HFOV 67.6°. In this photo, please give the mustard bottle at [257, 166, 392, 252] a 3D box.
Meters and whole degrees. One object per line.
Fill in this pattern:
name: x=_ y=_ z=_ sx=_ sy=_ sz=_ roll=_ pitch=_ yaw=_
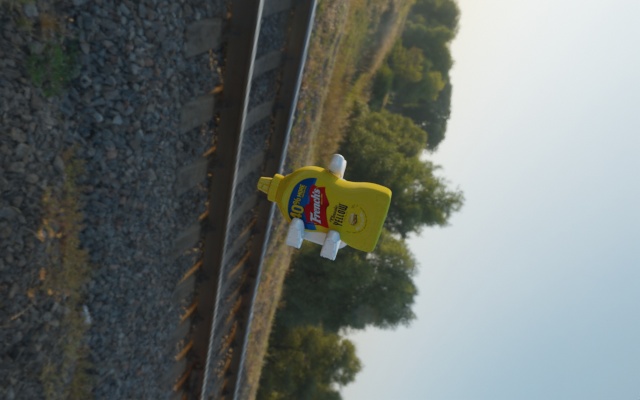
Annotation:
mustard bottle: x=0.000 y=0.002 z=0.698 sx=0.191 sy=0.096 sz=0.058 roll=18 pitch=22 yaw=5
